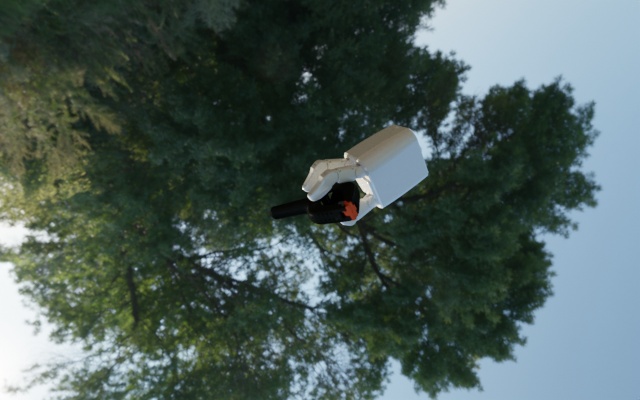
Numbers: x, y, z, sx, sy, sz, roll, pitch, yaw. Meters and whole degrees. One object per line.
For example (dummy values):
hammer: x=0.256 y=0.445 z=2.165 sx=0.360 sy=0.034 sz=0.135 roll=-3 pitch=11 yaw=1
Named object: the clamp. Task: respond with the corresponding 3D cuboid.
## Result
clamp: x=0.001 y=0.003 z=0.814 sx=0.164 sy=0.036 sz=0.210 roll=-35 pitch=22 yaw=-6
